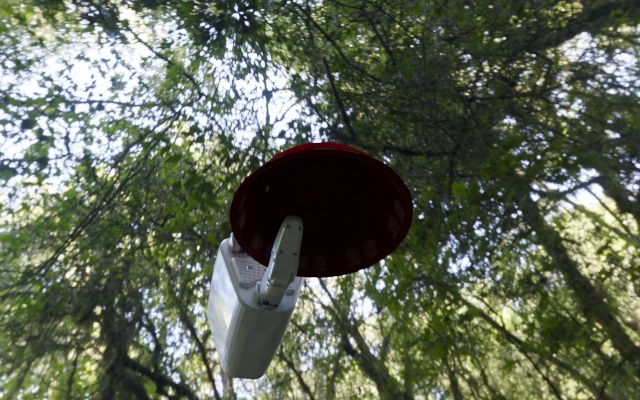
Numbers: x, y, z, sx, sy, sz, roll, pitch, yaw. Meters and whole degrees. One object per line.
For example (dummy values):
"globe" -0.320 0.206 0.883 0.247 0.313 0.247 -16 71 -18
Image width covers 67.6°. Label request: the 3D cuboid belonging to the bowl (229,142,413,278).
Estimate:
"bowl" 0.001 0.000 0.439 0.162 0.162 0.055 0 44 -3
